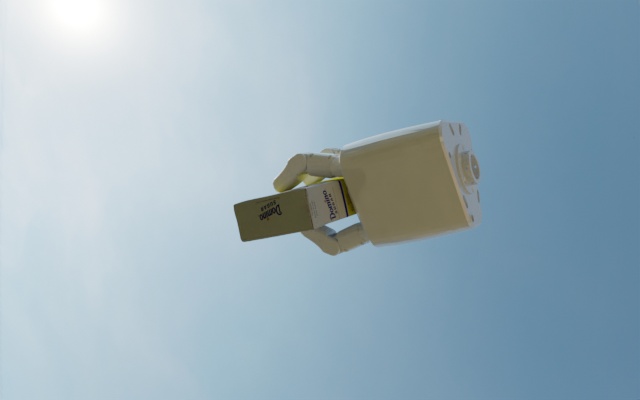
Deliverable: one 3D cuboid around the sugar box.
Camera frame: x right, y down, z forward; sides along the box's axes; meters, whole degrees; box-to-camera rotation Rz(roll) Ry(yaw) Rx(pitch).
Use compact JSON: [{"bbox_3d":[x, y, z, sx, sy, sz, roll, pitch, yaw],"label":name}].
[{"bbox_3d":[0.000,0.001,0.520,0.093,0.048,0.176,-12,0,33],"label":"sugar box"}]
